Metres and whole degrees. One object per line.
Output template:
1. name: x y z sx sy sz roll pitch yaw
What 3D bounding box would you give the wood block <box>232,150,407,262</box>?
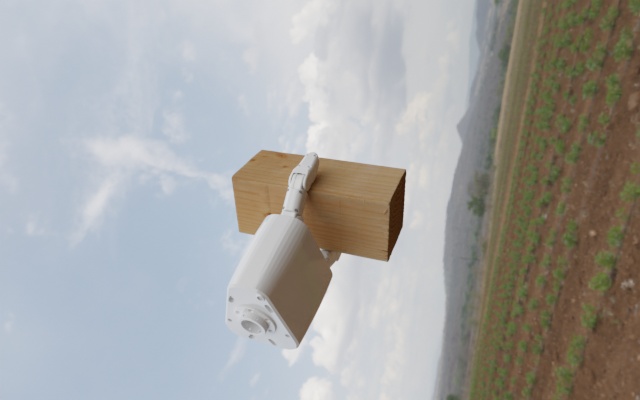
1. wood block: 0.000 0.002 0.625 0.206 0.091 0.090 10 32 19
